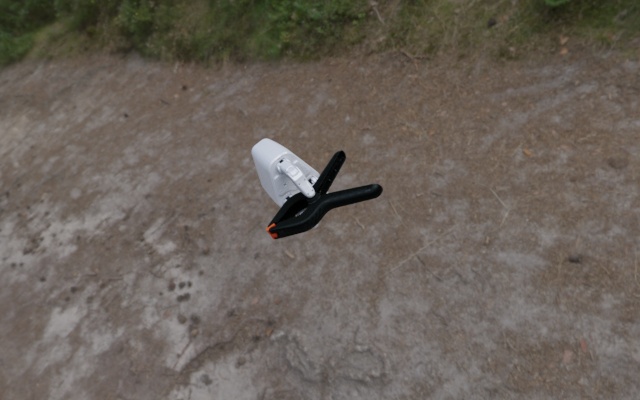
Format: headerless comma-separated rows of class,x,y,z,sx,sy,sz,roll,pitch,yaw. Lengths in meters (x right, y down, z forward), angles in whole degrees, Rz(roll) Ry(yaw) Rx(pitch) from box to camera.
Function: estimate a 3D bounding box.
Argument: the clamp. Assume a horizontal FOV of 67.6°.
clamp,-0.001,0.002,0.842,0.210,0.036,0.164,-39,35,-8
